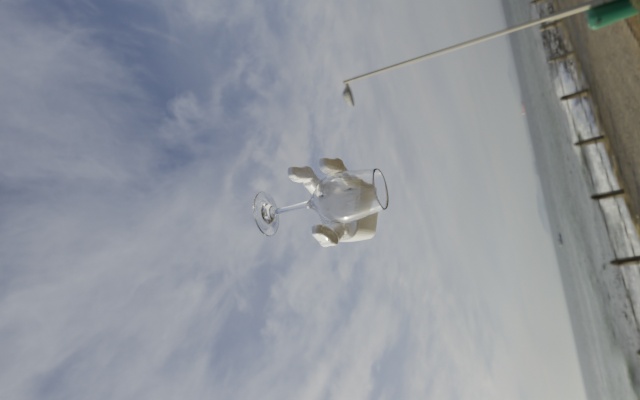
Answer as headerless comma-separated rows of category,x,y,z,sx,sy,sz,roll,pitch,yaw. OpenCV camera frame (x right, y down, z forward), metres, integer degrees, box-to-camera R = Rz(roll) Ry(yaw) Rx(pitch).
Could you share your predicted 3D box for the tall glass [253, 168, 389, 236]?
tall glass,-0.001,0.003,0.735,0.201,0.079,0.079,-12,-5,25
